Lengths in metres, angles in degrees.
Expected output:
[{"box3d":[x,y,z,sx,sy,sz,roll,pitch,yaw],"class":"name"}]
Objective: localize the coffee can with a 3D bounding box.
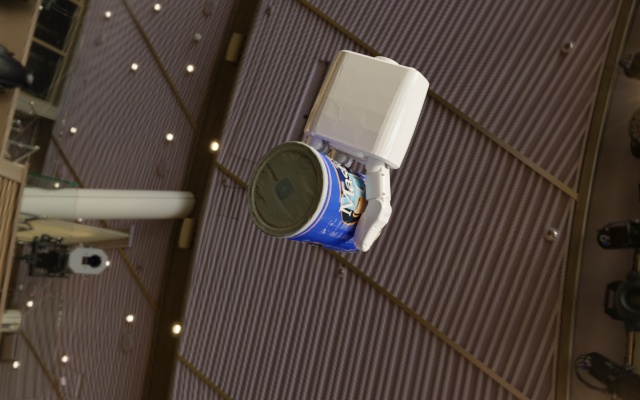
[{"box3d":[0.000,0.002,0.552,0.103,0.103,0.140,0,-12,35],"class":"coffee can"}]
